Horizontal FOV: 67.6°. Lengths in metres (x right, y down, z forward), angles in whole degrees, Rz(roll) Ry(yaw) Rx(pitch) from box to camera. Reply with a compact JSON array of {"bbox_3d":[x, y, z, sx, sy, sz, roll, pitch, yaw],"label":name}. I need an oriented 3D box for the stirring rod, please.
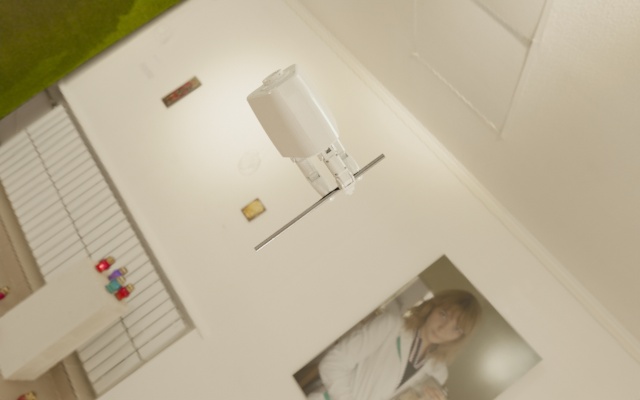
[{"bbox_3d":[0.000,0.002,0.718,0.239,0.011,0.011,-36,3,-5],"label":"stirring rod"}]
